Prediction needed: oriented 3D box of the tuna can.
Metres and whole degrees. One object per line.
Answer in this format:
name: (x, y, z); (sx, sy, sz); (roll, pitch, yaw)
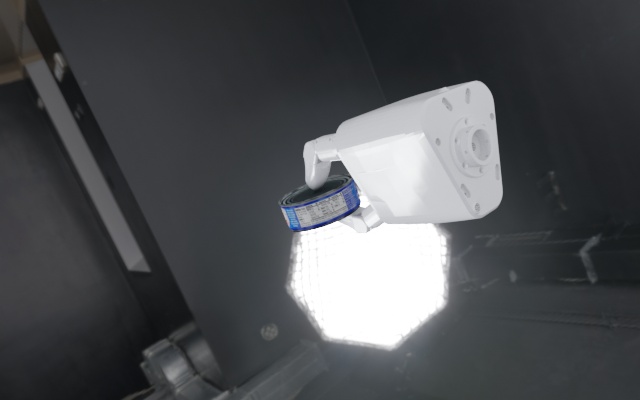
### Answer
tuna can: (0.000, 0.002, 0.519); (0.086, 0.034, 0.086); (-20, 13, 5)
